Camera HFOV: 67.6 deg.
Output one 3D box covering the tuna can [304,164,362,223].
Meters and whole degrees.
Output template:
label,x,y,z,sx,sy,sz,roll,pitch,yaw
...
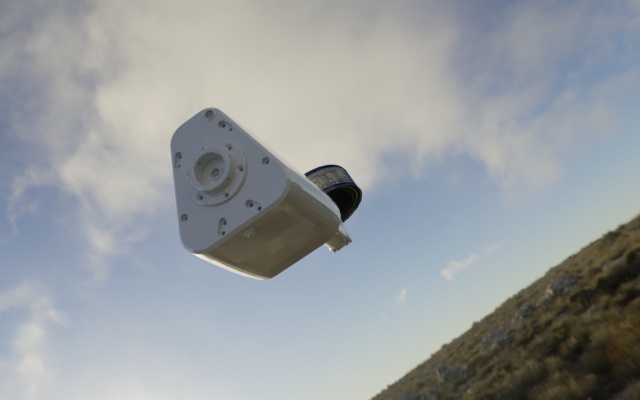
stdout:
label,x,y,z,sx,sy,sz,roll,pitch,yaw
tuna can,0.000,0.001,0.511,0.086,0.033,0.086,-25,-29,-15
